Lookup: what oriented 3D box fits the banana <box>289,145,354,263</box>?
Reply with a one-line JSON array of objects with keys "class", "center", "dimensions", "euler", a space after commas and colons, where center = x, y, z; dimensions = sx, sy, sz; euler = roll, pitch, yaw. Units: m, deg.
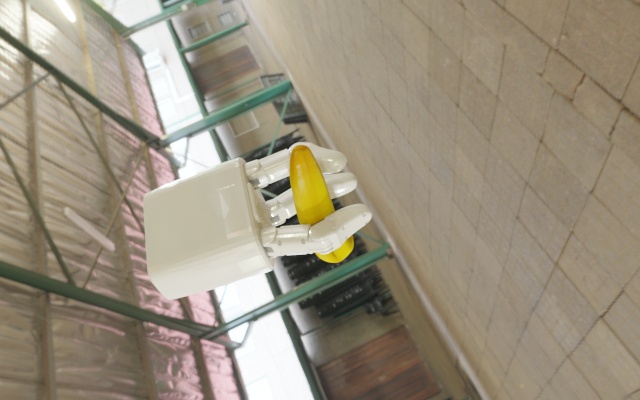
[{"class": "banana", "center": [0.003, 0.020, 0.478], "dimensions": [0.037, 0.069, 0.198], "euler": [-12, -25, 10]}]
